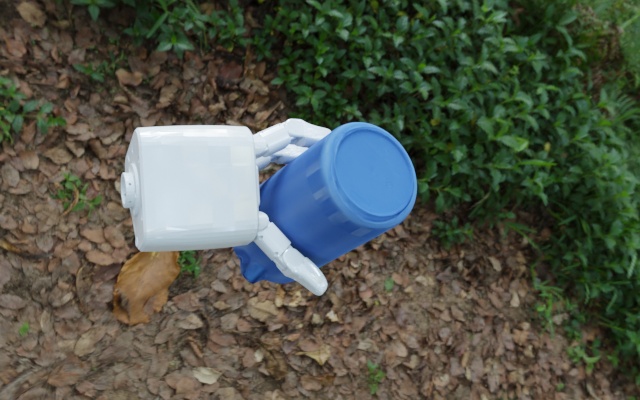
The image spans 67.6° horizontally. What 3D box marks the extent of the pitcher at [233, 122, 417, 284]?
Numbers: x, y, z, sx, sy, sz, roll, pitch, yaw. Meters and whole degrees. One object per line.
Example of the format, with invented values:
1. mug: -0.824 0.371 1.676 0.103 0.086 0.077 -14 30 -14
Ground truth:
1. pitcher: 0.000 0.002 0.546 0.145 0.149 0.243 0 -17 -29
